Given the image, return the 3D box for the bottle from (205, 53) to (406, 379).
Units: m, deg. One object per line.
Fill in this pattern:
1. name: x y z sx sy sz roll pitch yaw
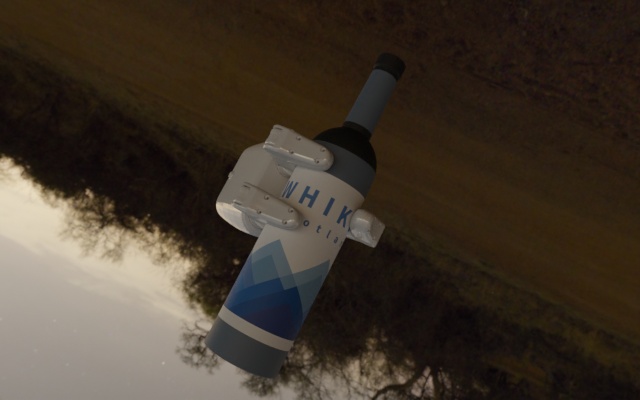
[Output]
1. bottle: 0.000 0.002 0.417 0.069 0.295 0.069 26 -9 5
